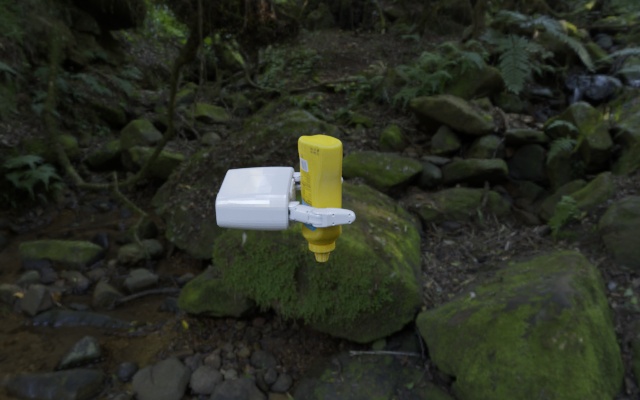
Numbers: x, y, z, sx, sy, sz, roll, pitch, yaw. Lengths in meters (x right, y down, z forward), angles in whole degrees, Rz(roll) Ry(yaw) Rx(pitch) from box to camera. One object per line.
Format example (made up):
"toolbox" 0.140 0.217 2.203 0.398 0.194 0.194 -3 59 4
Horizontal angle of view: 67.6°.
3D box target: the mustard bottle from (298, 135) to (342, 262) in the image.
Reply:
"mustard bottle" 0.000 0.002 0.720 0.058 0.192 0.096 -7 18 -20
